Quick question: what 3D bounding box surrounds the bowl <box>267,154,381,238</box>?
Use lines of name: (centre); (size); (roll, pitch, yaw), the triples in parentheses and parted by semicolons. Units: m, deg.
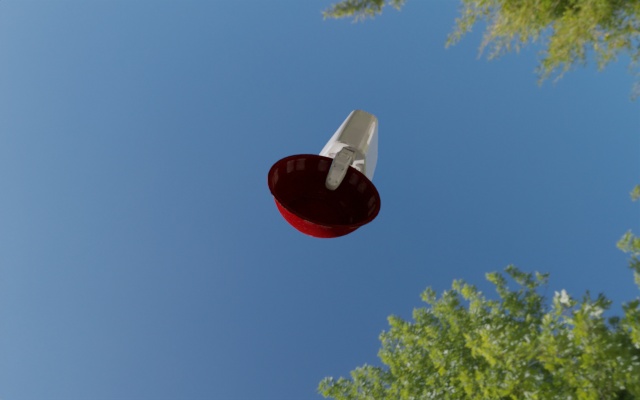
bowl: (-0.001, 0.003, 0.670); (0.162, 0.055, 0.162); (12, 37, -9)
